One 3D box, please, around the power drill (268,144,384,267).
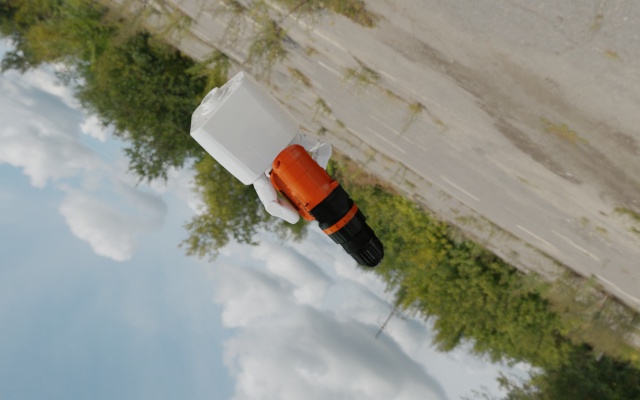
[{"bbox_3d":[0.000,0.002,0.644,0.057,0.184,0.187,-41,13,-7],"label":"power drill"}]
